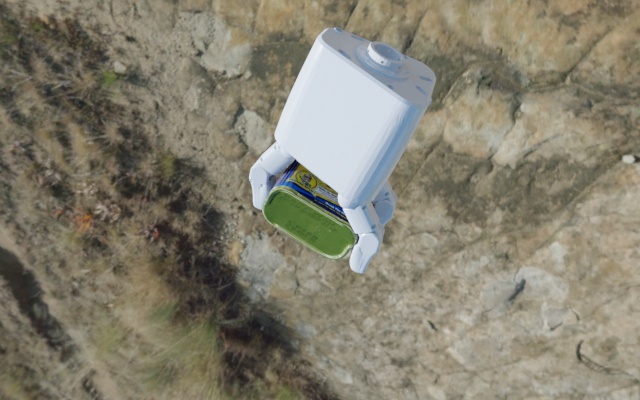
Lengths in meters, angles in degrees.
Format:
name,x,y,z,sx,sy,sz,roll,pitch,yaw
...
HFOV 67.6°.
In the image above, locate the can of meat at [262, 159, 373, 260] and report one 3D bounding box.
name,x,y,z,sx,sy,sz,roll,pitch,yaw
can of meat,0.000,0.002,0.492,0.102,0.057,0.084,31,38,-2
